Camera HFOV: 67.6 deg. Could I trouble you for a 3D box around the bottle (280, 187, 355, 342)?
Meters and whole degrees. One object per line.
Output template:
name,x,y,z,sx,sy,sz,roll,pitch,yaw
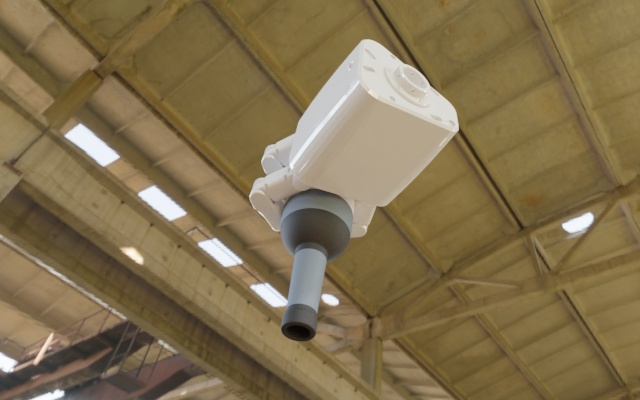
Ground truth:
bottle,0.000,0.001,0.470,0.069,0.069,0.295,0,42,9
